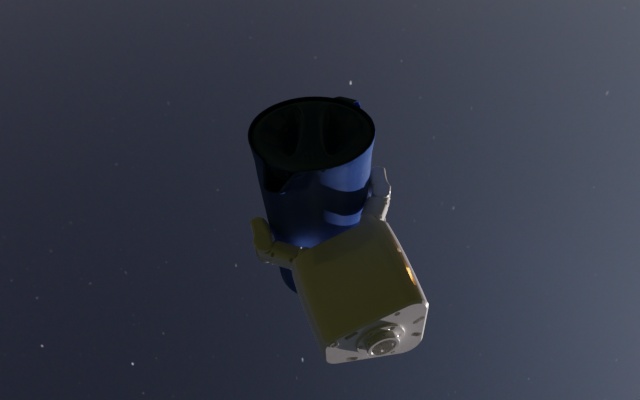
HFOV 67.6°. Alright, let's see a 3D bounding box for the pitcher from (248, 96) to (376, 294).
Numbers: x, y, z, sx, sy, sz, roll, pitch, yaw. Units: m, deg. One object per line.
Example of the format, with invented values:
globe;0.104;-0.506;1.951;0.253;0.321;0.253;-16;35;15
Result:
pitcher;0.000;0.002;0.582;0.149;0.243;0.145;-14;45;-12
